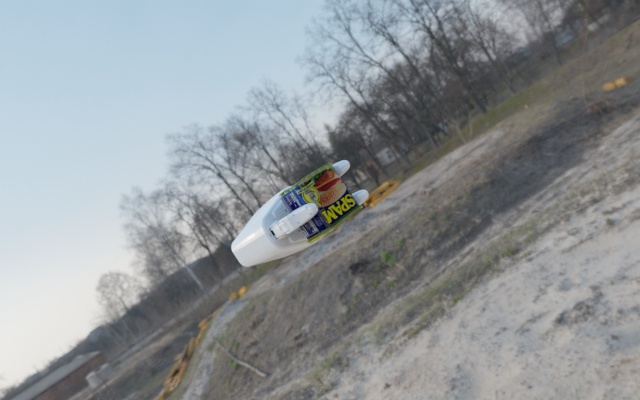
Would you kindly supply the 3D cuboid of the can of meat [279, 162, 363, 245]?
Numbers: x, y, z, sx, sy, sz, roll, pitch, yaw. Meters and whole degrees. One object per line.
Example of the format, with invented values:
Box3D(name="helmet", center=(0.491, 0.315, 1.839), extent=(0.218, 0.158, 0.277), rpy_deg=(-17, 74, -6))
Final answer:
Box3D(name="can of meat", center=(0.000, 0.002, 0.699), extent=(0.102, 0.084, 0.057), rpy_deg=(-34, 0, -43))
